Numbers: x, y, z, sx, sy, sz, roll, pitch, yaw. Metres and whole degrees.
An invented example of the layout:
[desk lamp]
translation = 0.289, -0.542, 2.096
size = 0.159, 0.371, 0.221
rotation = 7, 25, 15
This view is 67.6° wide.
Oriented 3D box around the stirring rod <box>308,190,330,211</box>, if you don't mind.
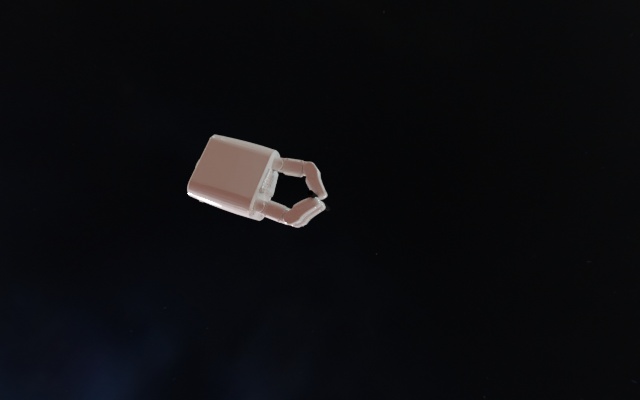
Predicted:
[stirring rod]
translation = 0.000, 0.002, 0.781
size = 0.011, 0.011, 0.239
rotation = 0, -6, 7
